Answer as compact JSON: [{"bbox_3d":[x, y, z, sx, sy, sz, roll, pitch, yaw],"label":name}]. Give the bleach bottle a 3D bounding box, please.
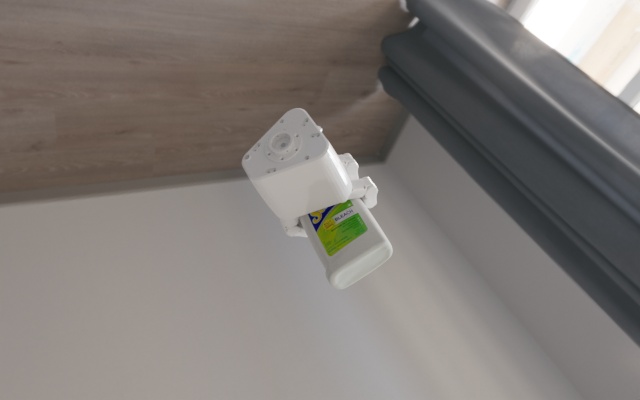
[{"bbox_3d":[0.000,0.002,0.712,0.102,0.250,0.068,-33,-33,-1],"label":"bleach bottle"}]
